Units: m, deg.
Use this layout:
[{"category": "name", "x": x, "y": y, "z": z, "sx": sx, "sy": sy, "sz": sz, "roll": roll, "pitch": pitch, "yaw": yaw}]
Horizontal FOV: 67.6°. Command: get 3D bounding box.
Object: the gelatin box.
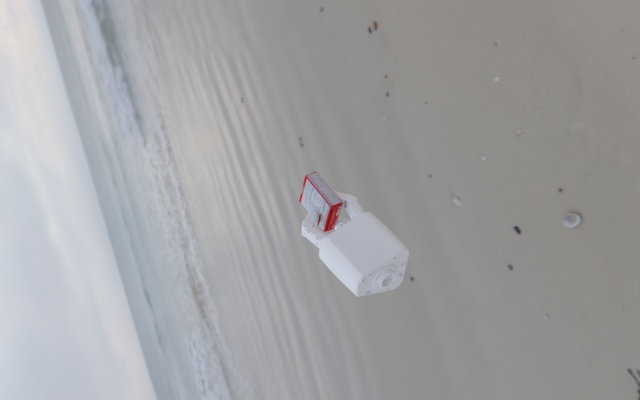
[{"category": "gelatin box", "x": 0.000, "y": 0.003, "z": 0.884, "sx": 0.030, "sy": 0.089, "sz": 0.073, "roll": -22, "pitch": -33, "yaw": -30}]
